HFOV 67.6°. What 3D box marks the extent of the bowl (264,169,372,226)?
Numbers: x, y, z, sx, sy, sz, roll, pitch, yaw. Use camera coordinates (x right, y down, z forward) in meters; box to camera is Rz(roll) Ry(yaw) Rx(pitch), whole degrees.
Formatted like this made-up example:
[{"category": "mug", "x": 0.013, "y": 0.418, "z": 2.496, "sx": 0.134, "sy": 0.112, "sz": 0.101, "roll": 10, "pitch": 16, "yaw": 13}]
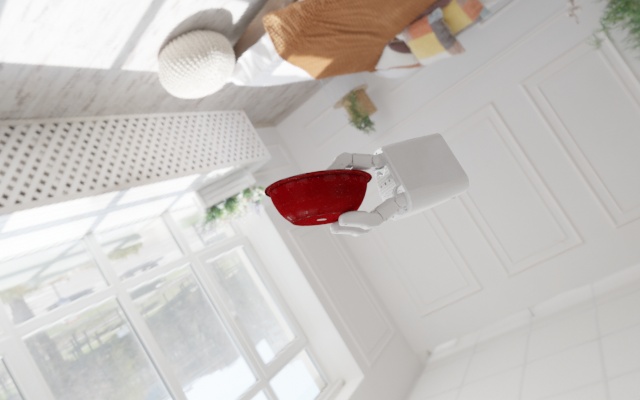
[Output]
[{"category": "bowl", "x": -0.001, "y": 0.003, "z": 0.705, "sx": 0.162, "sy": 0.055, "sz": 0.162, "roll": -7, "pitch": -11, "yaw": -2}]
